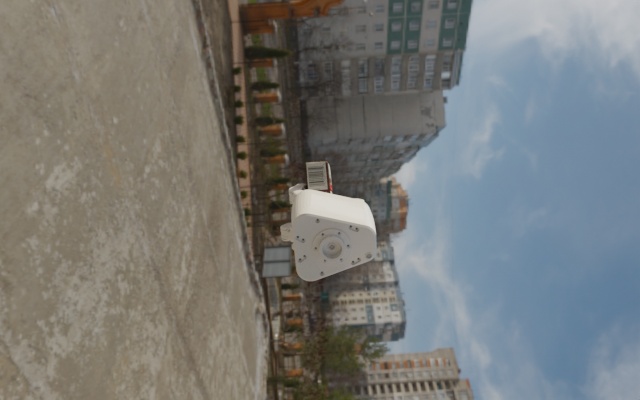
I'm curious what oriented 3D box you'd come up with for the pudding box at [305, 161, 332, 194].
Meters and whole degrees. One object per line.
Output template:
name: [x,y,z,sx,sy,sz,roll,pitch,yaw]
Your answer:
pudding box: [0.000,0.002,0.767,0.039,0.113,0.090,-3,-12,1]
